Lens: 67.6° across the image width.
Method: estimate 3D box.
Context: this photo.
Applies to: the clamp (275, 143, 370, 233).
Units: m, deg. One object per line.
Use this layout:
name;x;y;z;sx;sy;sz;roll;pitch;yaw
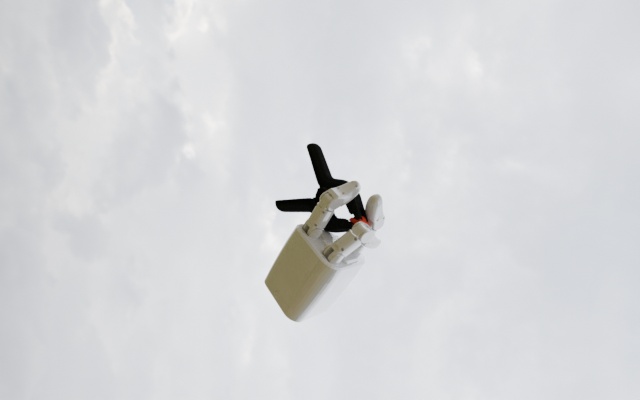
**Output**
clamp;0.001;0.002;0.719;0.039;0.120;0.171;13;27;-46
